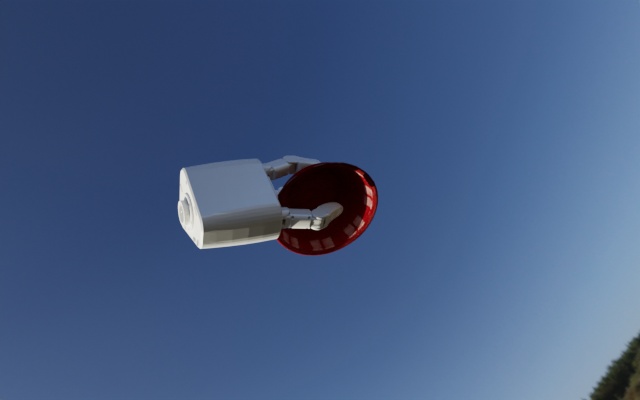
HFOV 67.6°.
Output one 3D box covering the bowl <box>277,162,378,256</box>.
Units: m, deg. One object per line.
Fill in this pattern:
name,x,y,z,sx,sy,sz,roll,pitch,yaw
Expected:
bowl,0.001,0.002,0.700,0.162,0.162,0.055,0,34,-21
